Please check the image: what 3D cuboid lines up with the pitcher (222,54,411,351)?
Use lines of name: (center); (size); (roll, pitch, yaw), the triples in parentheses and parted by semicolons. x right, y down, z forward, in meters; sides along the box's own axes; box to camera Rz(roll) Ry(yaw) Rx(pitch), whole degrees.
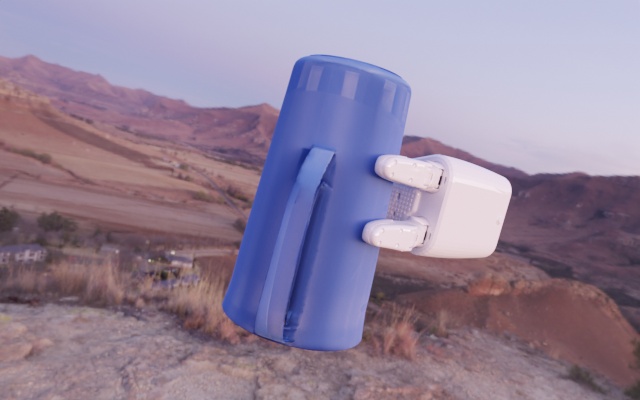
pitcher: (0.000, 0.001, 0.426); (0.145, 0.243, 0.149); (10, 7, -34)
